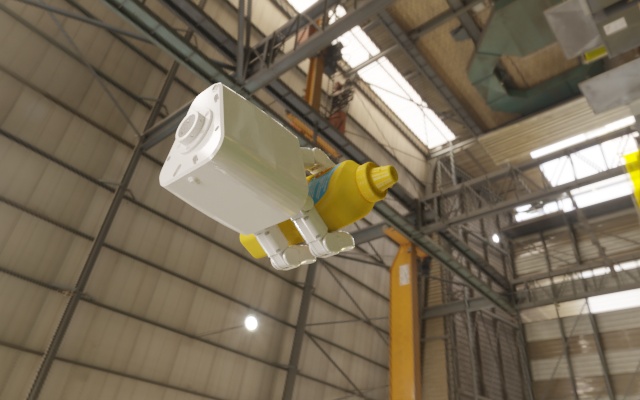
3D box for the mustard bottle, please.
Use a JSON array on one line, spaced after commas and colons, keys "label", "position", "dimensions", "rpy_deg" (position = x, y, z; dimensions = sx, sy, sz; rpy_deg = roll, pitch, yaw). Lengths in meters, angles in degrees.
[{"label": "mustard bottle", "position": [0.000, 0.002, 0.530], "dimensions": [0.192, 0.058, 0.096], "rpy_deg": [-22, 23, 35]}]
